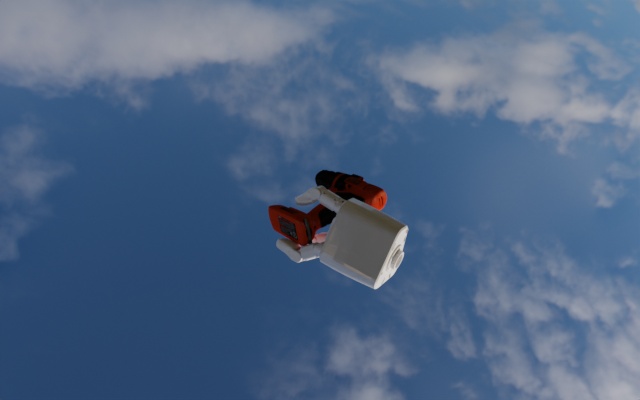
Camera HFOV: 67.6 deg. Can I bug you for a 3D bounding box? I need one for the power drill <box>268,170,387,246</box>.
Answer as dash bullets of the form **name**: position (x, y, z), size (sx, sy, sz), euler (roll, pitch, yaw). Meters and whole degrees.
- **power drill**: position (0.000, 0.003, 0.883), size (0.187, 0.057, 0.184), euler (-29, 30, -29)
